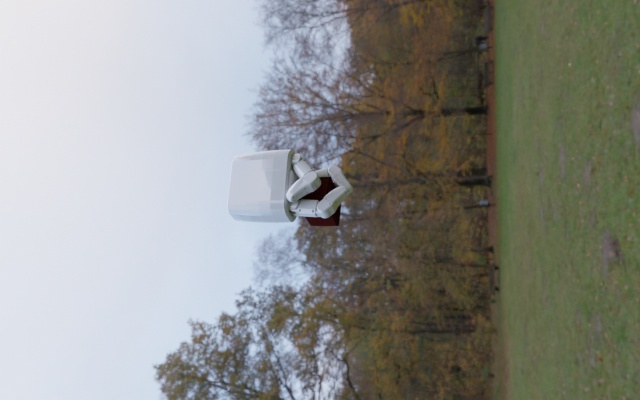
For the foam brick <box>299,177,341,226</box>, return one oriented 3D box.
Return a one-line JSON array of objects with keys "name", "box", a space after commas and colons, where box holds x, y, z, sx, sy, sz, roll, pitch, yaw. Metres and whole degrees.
[{"name": "foam brick", "box": [0.000, 0.003, 0.804, 0.051, 0.053, 0.078, -3, -34, 18]}]
